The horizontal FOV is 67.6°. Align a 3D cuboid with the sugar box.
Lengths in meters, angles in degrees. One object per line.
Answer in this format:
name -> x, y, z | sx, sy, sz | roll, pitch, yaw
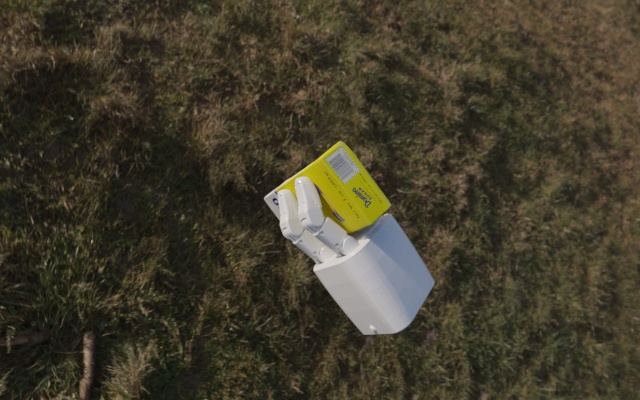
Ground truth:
sugar box -> 0.000, 0.002, 0.587 | 0.048, 0.093, 0.176 | -40, 5, -33
